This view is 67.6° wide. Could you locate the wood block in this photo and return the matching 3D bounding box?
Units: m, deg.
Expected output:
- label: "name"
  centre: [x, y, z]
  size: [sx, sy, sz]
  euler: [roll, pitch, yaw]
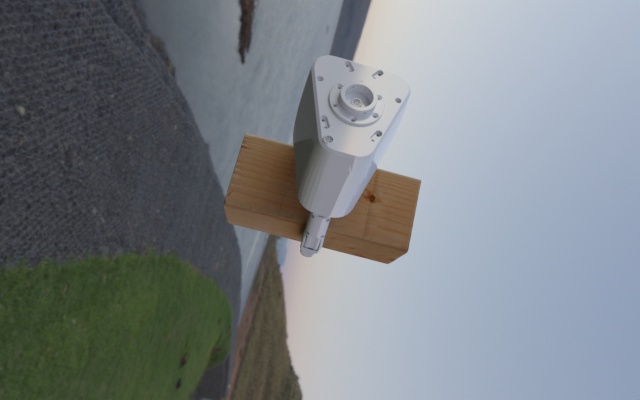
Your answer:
- label: "wood block"
  centre: [0.000, 0.002, 0.565]
  size: [0.206, 0.090, 0.090]
  euler: [15, -17, -3]
